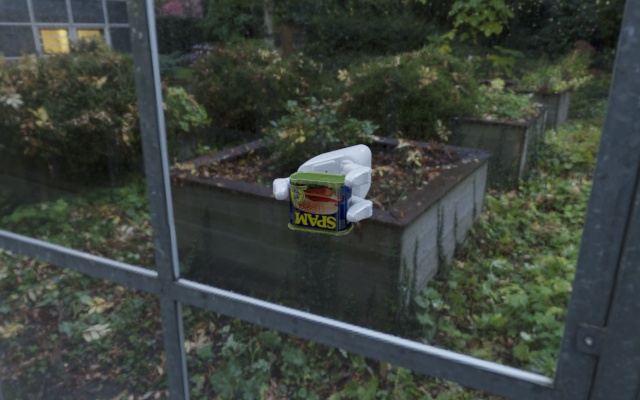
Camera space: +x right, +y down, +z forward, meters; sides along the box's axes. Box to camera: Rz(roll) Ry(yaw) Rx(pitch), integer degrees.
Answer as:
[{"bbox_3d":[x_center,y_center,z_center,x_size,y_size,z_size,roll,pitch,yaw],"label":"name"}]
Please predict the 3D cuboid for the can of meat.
[{"bbox_3d":[0.000,0.002,0.751,0.102,0.084,0.057,7,19,20],"label":"can of meat"}]
